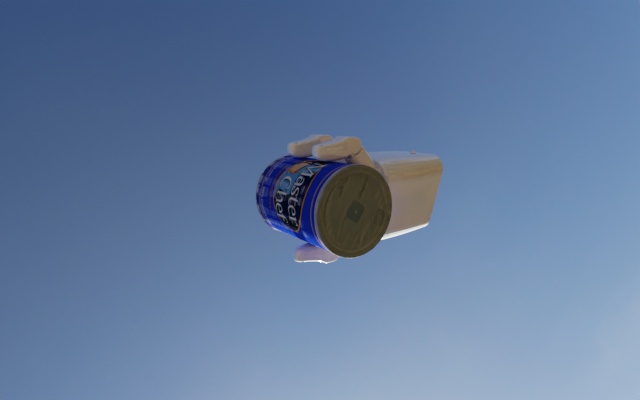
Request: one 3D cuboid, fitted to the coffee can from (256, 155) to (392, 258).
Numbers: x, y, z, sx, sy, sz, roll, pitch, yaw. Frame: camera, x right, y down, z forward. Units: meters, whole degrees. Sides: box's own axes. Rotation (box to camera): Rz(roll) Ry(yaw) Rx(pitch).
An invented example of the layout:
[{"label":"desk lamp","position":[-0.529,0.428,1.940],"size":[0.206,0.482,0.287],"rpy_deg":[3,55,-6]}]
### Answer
[{"label":"coffee can","position":[0.000,0.002,0.568],"size":[0.103,0.103,0.140],"rpy_deg":[0,9,-34]}]
